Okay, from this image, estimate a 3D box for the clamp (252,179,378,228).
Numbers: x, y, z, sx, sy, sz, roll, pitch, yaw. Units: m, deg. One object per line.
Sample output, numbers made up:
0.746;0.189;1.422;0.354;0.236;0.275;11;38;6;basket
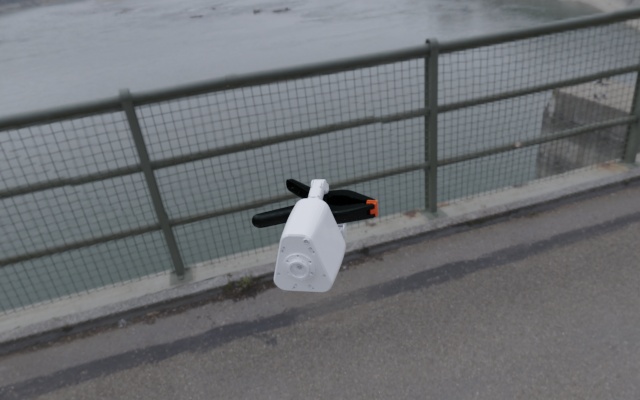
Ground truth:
0.001;0.002;0.856;0.210;0.036;0.164;0;28;14;clamp
